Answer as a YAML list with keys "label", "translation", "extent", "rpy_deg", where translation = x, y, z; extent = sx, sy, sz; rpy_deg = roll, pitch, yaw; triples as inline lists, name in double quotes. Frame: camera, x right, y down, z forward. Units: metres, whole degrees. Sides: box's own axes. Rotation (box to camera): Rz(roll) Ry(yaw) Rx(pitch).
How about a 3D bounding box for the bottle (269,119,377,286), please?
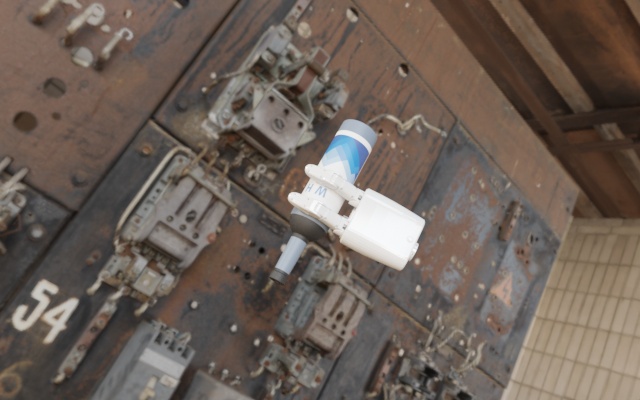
- label: "bottle"
  translation: [0.000, 0.002, 0.779]
  extent: [0.069, 0.295, 0.069]
  rpy_deg: [26, -19, 10]
